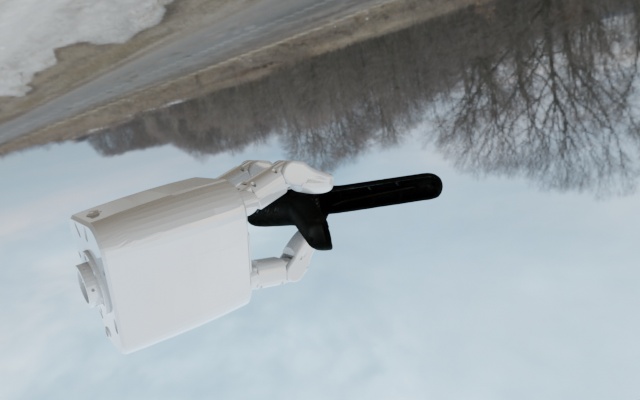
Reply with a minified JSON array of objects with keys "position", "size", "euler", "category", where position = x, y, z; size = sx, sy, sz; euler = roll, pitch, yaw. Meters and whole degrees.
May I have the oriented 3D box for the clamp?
[{"position":[0.000,0.002,0.465],"size":[0.164,0.036,0.210],"euler":[-18,13,-36],"category":"clamp"}]
